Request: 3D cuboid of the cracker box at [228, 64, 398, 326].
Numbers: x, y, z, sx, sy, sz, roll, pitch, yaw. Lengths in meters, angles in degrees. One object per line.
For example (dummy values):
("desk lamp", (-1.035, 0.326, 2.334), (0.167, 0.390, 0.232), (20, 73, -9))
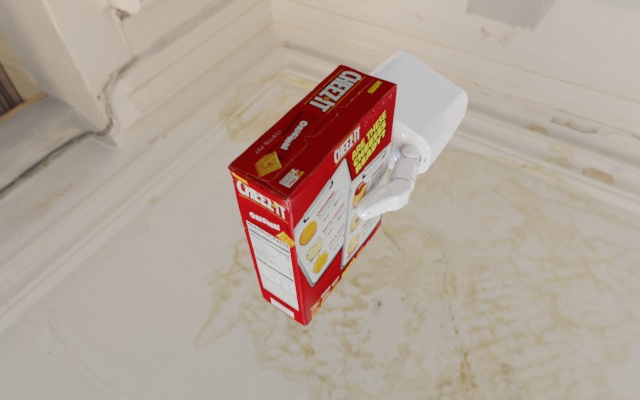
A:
("cracker box", (0.000, 0.002, 0.477), (0.072, 0.164, 0.214), (27, -34, 23))
